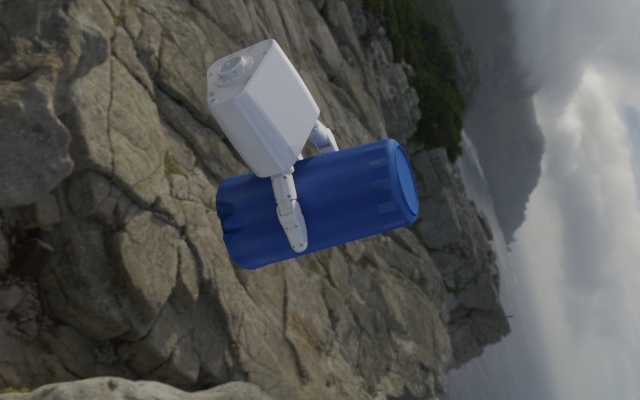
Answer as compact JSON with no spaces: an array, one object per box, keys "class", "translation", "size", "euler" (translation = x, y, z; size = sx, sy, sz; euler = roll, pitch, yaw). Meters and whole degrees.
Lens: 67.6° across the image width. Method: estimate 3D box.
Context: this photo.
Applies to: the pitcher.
[{"class":"pitcher","translation":[0.000,0.002,0.630],"size":[0.243,0.149,0.145],"euler":[-15,-48,22]}]
